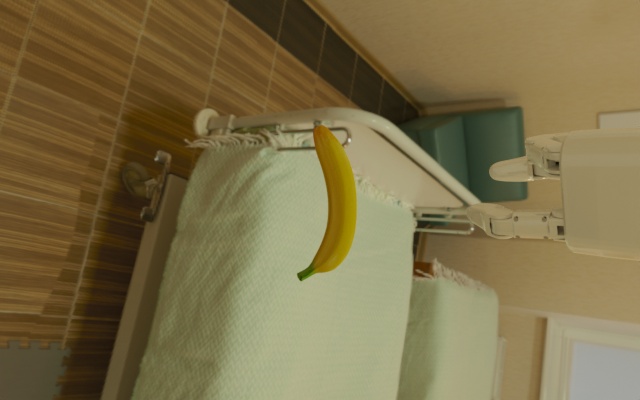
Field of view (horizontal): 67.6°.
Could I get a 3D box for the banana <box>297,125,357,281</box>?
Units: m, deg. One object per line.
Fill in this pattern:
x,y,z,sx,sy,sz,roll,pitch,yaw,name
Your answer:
0.016,0.006,0.604,0.069,0.198,0.037,4,3,-31,banana
